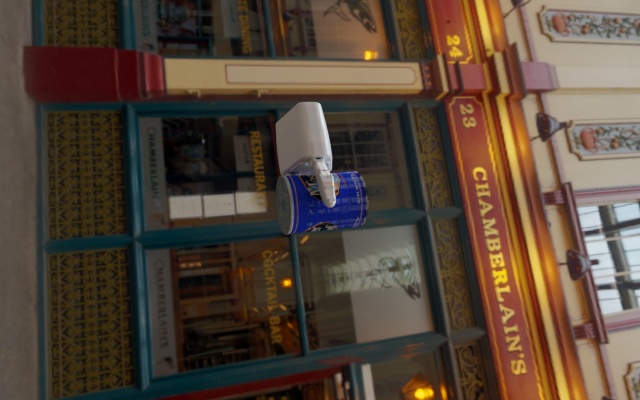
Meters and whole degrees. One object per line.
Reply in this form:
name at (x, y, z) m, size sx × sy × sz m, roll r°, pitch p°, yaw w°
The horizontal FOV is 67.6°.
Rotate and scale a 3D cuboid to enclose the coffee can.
coffee can at (0.000, 0.003, 0.849) m, size 0.140 × 0.103 × 0.103 m, roll -5°, pitch 1°, yaw -18°
